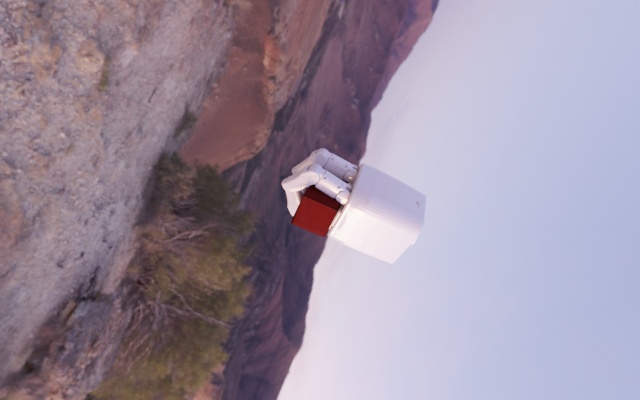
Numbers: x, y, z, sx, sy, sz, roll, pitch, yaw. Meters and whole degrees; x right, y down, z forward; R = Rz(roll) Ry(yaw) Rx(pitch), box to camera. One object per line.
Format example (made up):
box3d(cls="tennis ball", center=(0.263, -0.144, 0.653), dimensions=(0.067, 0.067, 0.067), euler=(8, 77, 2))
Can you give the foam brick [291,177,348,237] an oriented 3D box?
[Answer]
box3d(cls="foam brick", center=(0.000, 0.002, 0.663), dimensions=(0.051, 0.053, 0.078), euler=(25, 36, -1))
